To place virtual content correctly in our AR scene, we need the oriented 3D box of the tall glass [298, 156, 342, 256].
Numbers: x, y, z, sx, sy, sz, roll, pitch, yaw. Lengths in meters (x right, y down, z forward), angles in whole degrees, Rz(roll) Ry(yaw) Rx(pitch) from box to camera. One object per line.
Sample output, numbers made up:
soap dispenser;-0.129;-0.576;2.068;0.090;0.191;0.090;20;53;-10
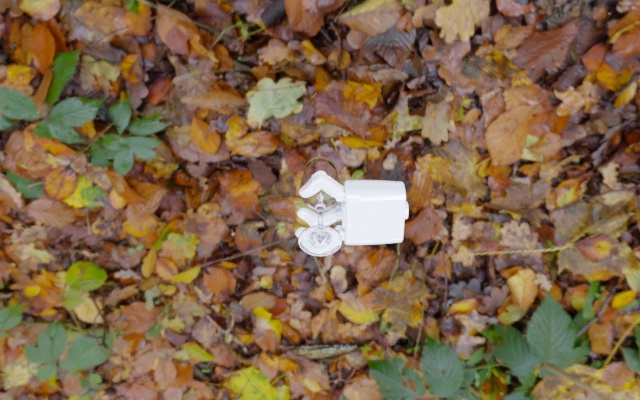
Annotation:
tall glass;0.000;0.003;0.875;0.079;0.079;0.200;0;42;0
